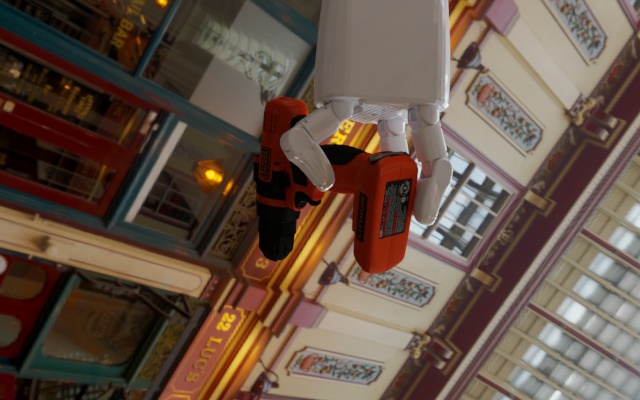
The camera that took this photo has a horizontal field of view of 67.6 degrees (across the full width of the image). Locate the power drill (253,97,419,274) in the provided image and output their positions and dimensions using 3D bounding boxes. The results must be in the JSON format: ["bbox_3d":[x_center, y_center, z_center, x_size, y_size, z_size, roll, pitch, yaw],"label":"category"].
[{"bbox_3d":[0.000,0.001,0.473,0.057,0.184,0.187,-14,27,-41],"label":"power drill"}]
